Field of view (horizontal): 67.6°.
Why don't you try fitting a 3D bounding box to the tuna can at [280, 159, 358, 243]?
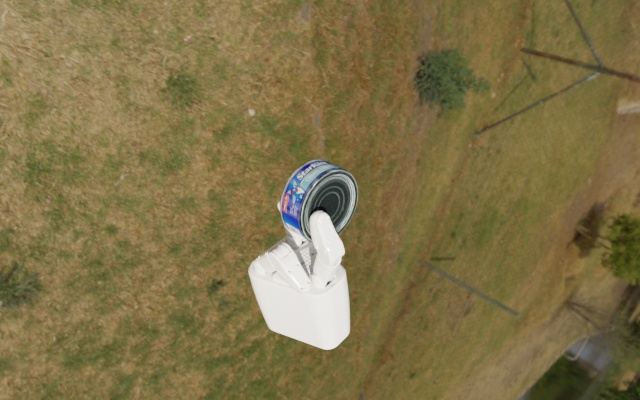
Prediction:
[{"bbox_3d":[0.000,0.002,0.510,0.086,0.086,0.033,0,20,-46],"label":"tuna can"}]
